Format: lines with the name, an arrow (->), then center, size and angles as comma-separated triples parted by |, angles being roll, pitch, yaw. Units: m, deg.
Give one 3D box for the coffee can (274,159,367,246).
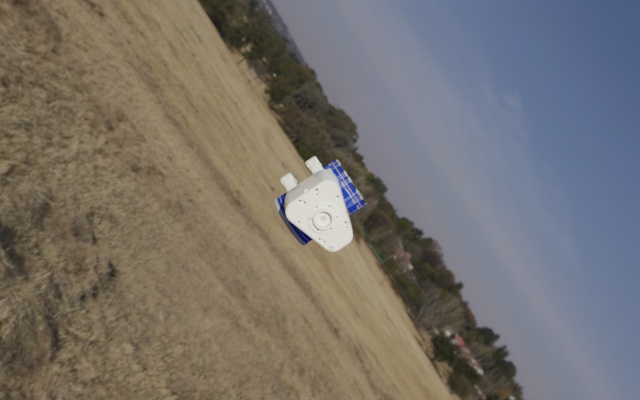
coffee can -> 0.000, 0.003, 0.883 | 0.140, 0.103, 0.103 | -33, -3, 4
